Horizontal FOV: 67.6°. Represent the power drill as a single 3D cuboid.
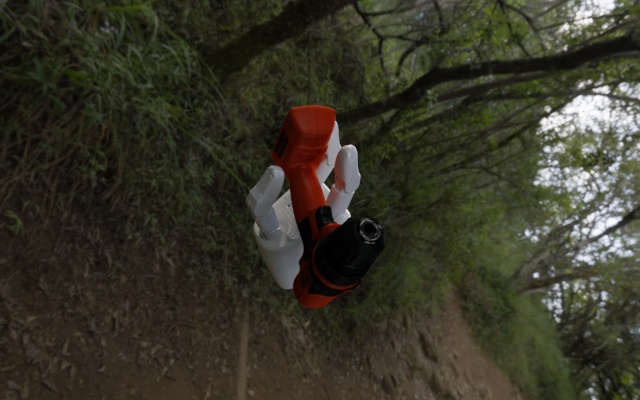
[{"bbox_3d":[0.000,0.001,0.481,0.057,0.187,0.184,-1,-25,-20],"label":"power drill"}]
